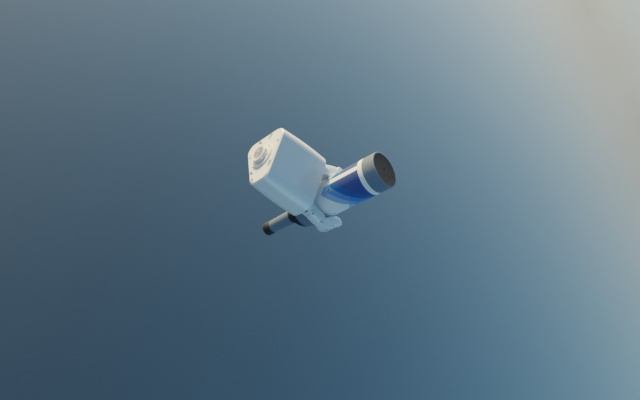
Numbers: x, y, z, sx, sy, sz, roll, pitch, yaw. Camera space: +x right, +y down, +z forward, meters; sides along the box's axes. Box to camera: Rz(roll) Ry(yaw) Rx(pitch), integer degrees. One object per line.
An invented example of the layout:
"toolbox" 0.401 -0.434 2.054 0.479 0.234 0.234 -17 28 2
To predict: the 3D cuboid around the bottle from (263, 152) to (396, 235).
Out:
"bottle" 0.000 0.003 0.888 0.296 0.069 0.069 -27 -16 34
